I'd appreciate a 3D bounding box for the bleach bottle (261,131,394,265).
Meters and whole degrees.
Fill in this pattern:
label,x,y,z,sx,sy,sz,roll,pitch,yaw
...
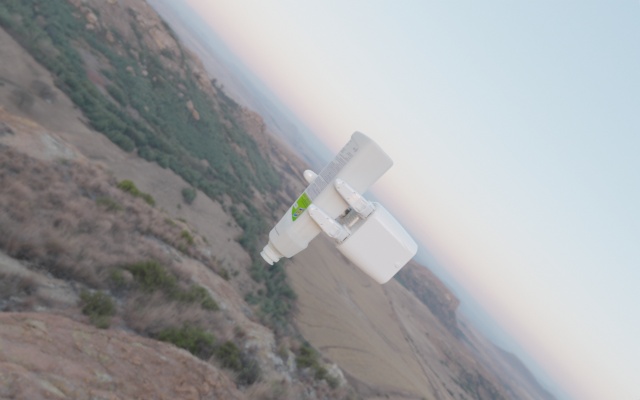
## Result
label,x,y,z,sx,sy,sz,roll,pitch,yaw
bleach bottle,0.000,0.002,0.766,0.068,0.251,0.102,44,4,-19
